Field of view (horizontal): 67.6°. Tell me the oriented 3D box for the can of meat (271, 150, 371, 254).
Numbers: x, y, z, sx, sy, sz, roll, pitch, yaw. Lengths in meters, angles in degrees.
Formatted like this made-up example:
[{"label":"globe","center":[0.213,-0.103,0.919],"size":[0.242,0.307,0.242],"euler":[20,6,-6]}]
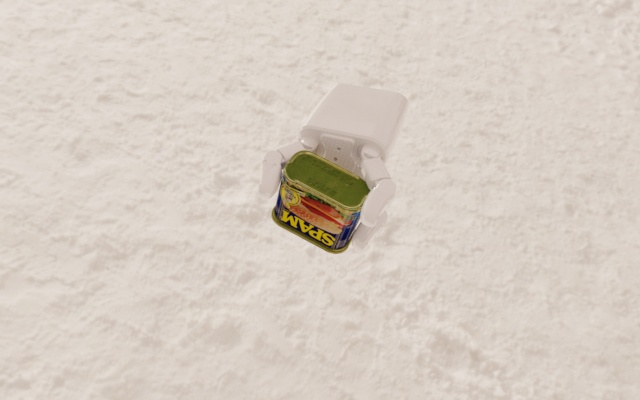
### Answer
[{"label":"can of meat","center":[0.000,0.002,0.543],"size":[0.102,0.057,0.084],"euler":[28,-39,8]}]
